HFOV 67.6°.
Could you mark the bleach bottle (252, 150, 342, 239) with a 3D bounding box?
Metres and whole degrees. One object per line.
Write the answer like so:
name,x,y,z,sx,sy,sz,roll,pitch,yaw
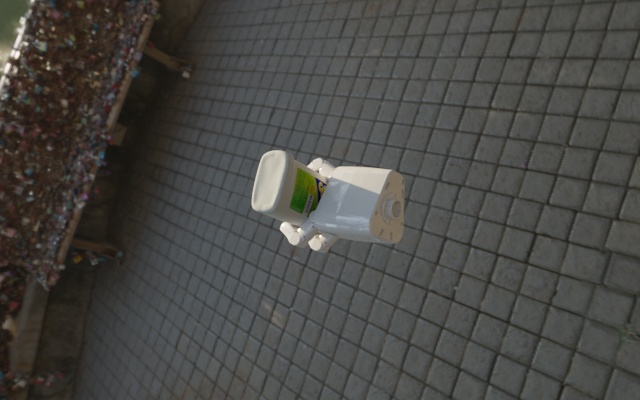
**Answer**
bleach bottle,0.000,0.003,0.811,0.068,0.102,0.251,6,-11,42
